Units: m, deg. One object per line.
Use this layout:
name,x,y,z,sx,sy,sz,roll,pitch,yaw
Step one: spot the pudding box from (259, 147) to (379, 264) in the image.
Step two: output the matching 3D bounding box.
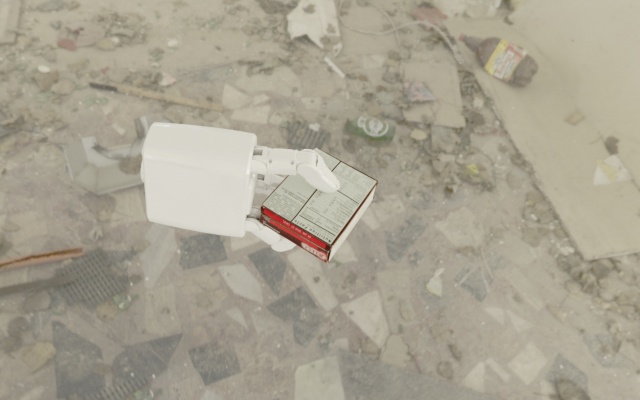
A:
pudding box,0.000,0.002,0.530,0.090,0.113,0.039,31,-34,12
